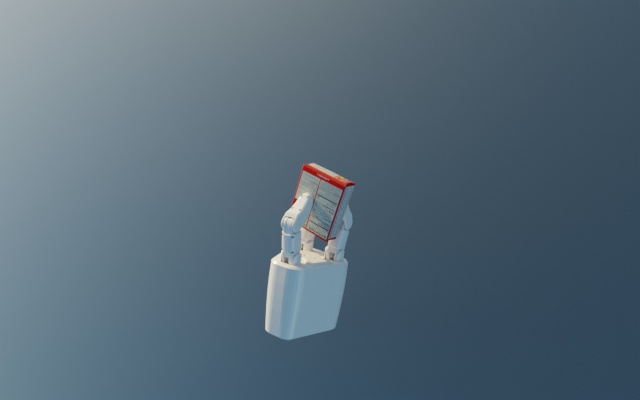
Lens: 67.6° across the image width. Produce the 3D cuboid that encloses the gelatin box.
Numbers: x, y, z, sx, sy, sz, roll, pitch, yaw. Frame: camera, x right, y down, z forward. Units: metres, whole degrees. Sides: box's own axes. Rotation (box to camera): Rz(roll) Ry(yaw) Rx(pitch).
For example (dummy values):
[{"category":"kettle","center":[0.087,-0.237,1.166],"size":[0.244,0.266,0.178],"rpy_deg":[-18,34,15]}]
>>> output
[{"category":"gelatin box","center":[0.000,0.002,0.666],"size":[0.073,0.089,0.030],"rpy_deg":[28,23,28]}]
